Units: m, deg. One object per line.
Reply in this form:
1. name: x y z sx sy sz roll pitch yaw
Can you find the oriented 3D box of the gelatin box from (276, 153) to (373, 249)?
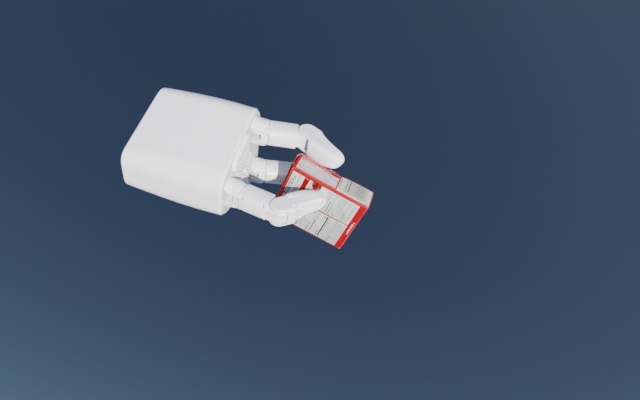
1. gelatin box: 0.000 0.002 0.505 0.089 0.073 0.030 28 42 -2
